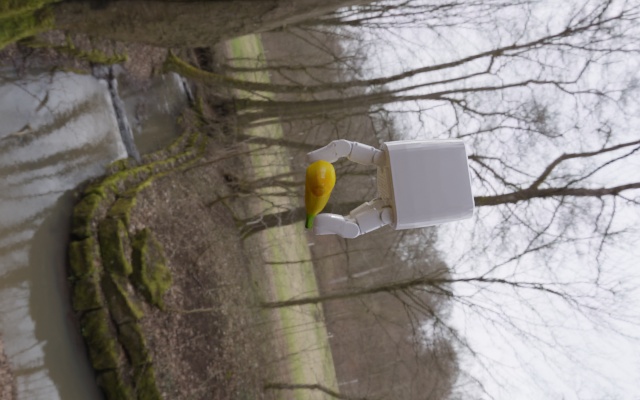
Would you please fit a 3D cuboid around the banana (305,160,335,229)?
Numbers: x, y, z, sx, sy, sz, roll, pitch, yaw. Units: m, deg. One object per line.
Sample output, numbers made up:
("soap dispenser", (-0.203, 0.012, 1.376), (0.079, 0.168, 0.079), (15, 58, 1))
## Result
("banana", (-0.001, -0.015, 0.609), (0.037, 0.069, 0.198), (-1, -15, -3))
